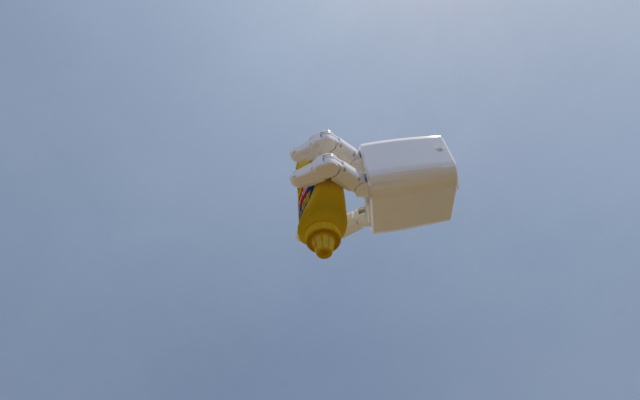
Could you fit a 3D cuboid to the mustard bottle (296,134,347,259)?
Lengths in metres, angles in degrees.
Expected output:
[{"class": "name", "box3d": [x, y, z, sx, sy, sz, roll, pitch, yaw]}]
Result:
[{"class": "mustard bottle", "box3d": [0.000, 0.002, 0.602, 0.058, 0.096, 0.191, 12, 35, -13]}]
